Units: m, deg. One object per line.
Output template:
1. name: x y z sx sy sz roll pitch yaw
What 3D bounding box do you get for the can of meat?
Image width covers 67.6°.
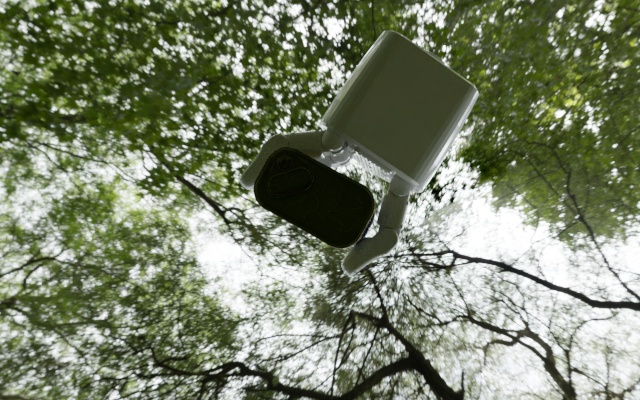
1. can of meat: 0.000 0.002 0.436 0.102 0.057 0.084 28 -1 11
